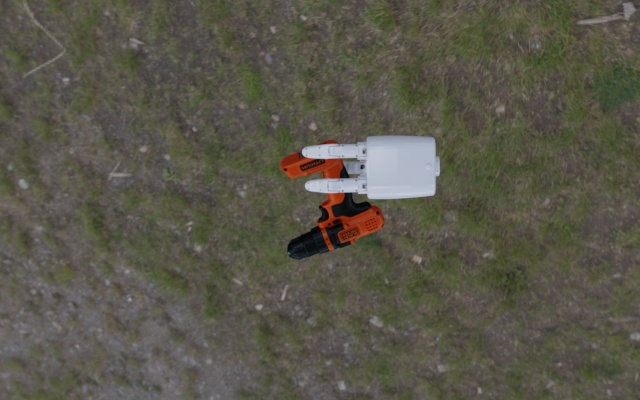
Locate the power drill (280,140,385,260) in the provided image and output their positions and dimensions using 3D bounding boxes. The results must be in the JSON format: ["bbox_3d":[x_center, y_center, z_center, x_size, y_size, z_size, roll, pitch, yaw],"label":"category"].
[{"bbox_3d":[0.000,0.002,0.831,0.184,0.188,0.057,-23,24,3],"label":"power drill"}]
